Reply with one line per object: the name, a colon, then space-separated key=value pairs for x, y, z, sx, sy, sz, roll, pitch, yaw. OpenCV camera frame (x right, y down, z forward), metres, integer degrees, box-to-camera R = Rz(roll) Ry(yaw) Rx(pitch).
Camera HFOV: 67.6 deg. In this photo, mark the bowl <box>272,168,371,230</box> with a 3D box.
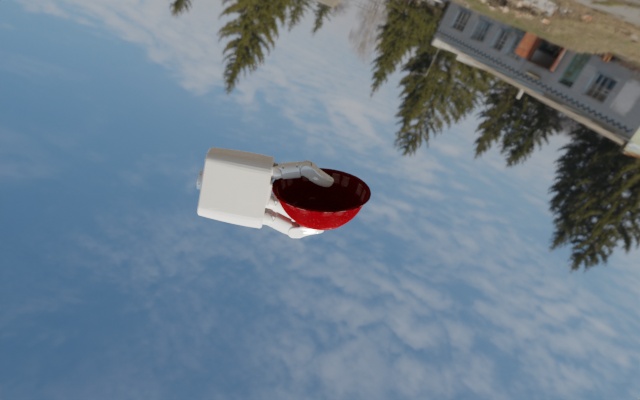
bowl: x=0.001 y=0.003 z=0.787 sx=0.162 sy=0.055 sz=0.162 roll=3 pitch=27 yaw=-2
